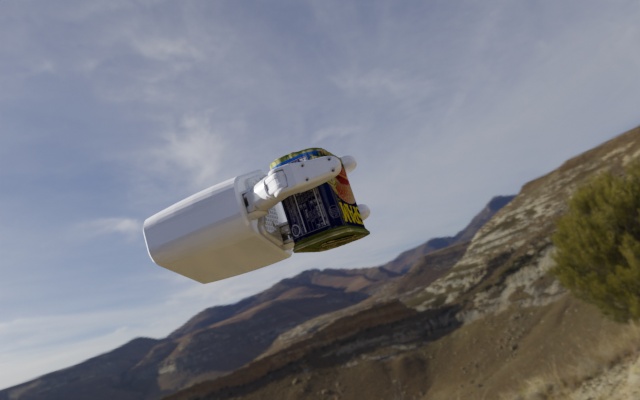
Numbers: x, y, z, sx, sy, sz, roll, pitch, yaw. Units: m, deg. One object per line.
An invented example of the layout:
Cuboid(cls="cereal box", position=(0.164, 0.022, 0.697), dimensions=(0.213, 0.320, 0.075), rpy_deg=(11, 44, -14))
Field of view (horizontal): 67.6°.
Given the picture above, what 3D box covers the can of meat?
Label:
Cuboid(cls="can of meat", position=(0.000, 0.001, 0.456), dimensions=(0.057, 0.084, 0.102), rpy_deg=(-22, -12, 16))
